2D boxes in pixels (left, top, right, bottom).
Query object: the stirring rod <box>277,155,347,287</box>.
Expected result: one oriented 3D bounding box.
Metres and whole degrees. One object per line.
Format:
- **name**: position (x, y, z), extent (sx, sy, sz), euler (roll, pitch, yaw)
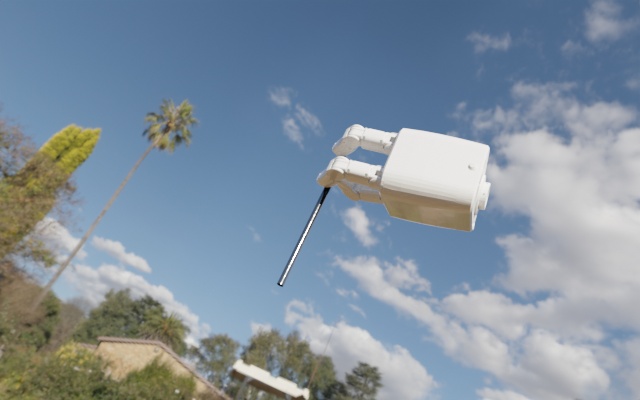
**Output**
- **stirring rod**: position (0.000, 0.002, 0.601), extent (0.011, 0.239, 0.011), euler (19, -30, 12)
